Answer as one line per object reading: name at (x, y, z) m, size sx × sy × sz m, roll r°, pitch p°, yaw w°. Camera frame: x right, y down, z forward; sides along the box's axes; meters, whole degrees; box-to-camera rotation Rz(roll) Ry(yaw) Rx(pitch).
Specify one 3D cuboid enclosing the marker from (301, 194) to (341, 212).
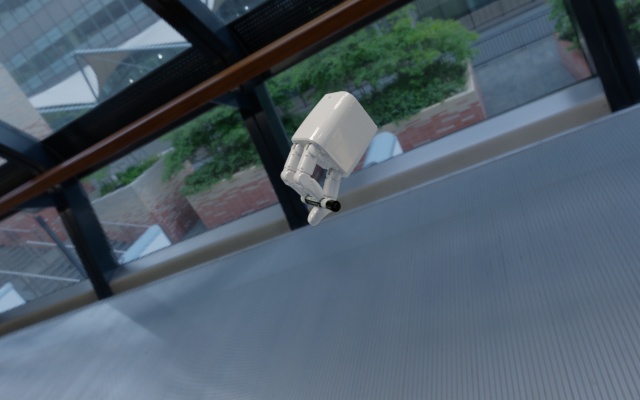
marker at (0.000, 0.003, 0.808) m, size 0.020 × 0.020 × 0.121 m, roll 0°, pitch 7°, yaw -27°
